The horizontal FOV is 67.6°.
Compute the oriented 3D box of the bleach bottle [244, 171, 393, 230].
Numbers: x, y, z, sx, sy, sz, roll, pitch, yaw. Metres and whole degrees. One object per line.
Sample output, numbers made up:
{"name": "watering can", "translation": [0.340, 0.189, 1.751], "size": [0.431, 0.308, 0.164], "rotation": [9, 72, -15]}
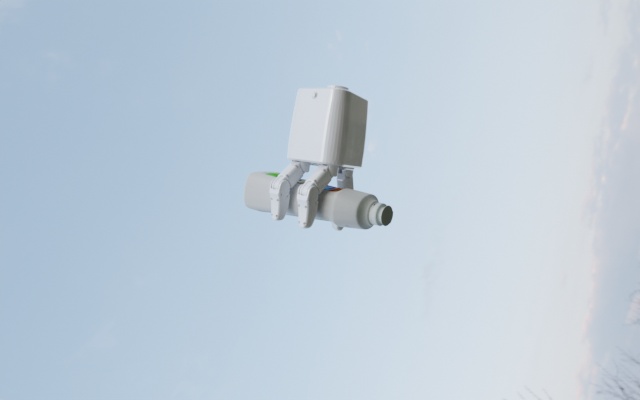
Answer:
{"name": "bleach bottle", "translation": [0.000, 0.002, 0.716], "size": [0.251, 0.068, 0.102], "rotation": [11, 5, 40]}
